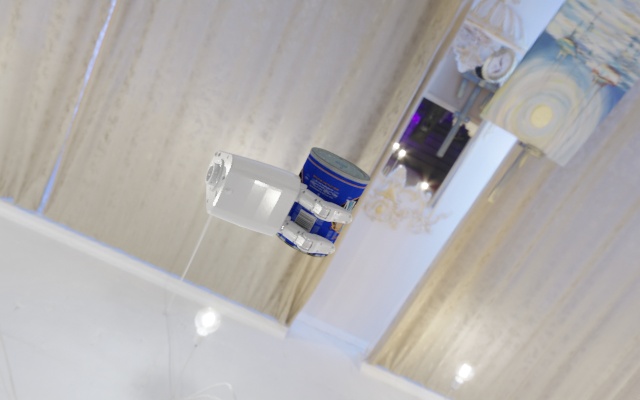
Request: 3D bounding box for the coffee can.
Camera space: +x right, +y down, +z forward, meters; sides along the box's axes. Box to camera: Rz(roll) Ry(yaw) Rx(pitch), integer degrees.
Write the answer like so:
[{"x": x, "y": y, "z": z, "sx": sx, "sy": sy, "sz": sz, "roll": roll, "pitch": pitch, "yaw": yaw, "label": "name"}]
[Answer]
[{"x": 0.000, "y": 0.002, "z": 0.745, "sx": 0.103, "sy": 0.140, "sz": 0.102, "roll": 26, "pitch": 15, "yaw": -8, "label": "coffee can"}]
